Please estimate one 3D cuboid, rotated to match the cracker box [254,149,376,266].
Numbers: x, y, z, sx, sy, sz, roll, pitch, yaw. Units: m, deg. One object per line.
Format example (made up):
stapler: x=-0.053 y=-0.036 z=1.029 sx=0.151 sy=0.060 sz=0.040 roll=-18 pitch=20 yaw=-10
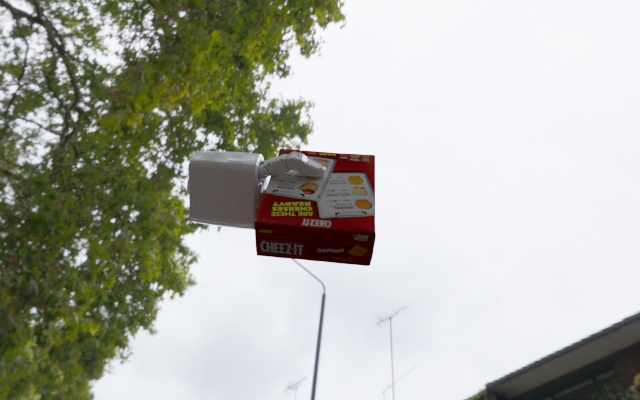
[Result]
cracker box: x=0.000 y=0.002 z=0.731 sx=0.164 sy=0.072 sz=0.213 roll=5 pitch=35 yaw=3
